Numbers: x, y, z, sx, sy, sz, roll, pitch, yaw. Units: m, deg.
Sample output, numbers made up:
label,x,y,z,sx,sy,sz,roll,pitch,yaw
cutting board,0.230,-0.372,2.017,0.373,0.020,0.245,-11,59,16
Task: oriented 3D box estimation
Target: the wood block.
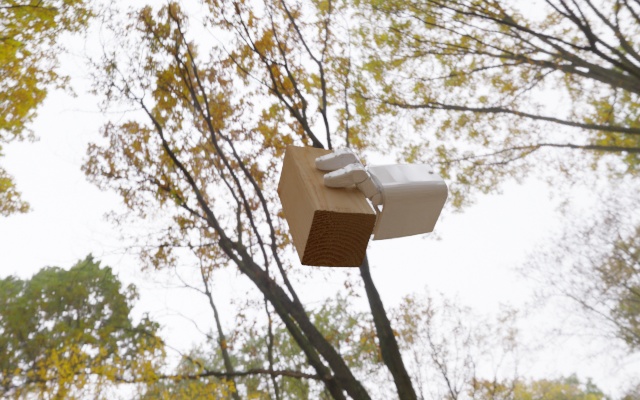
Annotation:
label,x,y,z,sx,sy,sz,roll,pitch,yaw
wood block,0.000,0.003,0.717,0.090,0.091,0.206,4,28,-18
